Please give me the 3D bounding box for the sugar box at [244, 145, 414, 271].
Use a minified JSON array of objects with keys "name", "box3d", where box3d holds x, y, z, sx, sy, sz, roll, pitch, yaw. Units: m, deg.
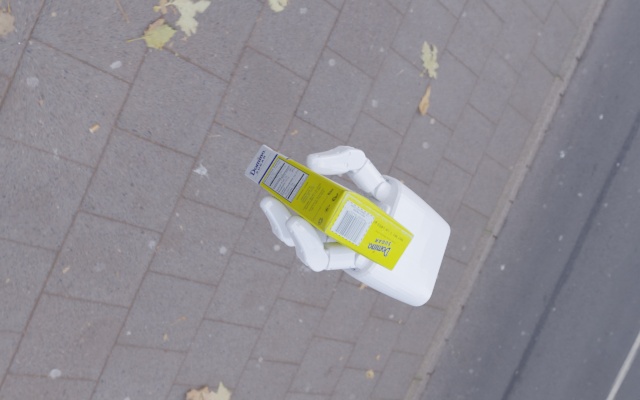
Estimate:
[{"name":"sugar box","box3d":[0.000,0.002,0.472,0.093,0.048,0.176,33,-3,-35]}]
